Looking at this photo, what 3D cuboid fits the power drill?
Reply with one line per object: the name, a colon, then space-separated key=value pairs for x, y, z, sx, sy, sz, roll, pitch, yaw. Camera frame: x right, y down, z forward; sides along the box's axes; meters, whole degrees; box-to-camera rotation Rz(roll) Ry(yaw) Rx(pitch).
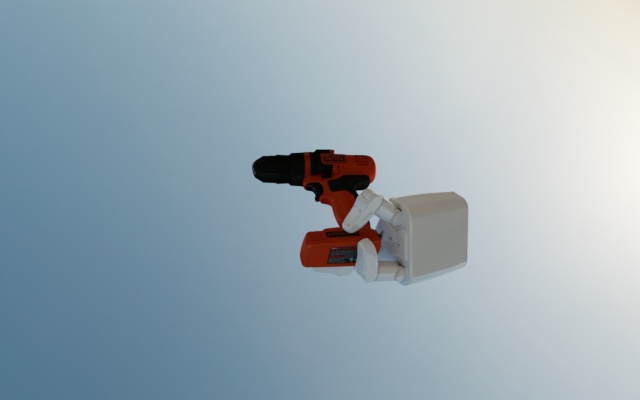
power drill: x=0.000 y=0.003 z=0.662 sx=0.184 sy=0.187 sz=0.057 roll=-2 pitch=-42 yaw=-9
